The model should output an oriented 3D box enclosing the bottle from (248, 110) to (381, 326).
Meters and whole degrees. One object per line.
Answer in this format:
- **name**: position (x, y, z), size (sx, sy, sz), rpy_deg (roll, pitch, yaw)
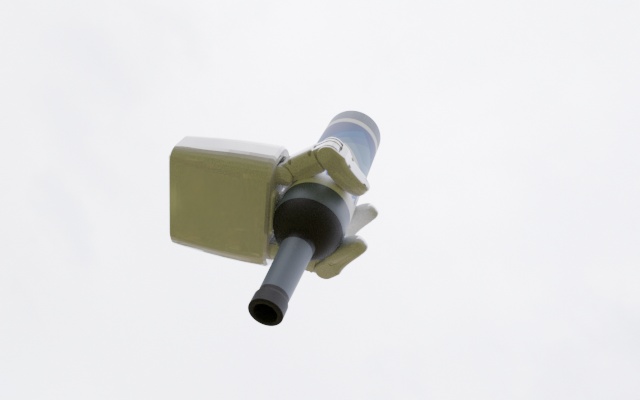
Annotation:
- **bottle**: position (0.000, 0.001, 0.459), size (0.069, 0.069, 0.295), rpy_deg (0, 33, 19)
